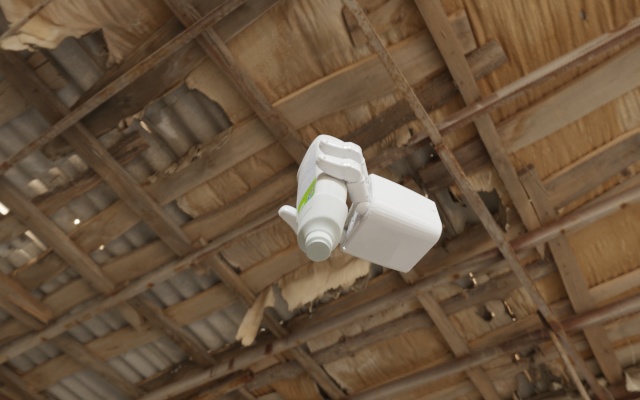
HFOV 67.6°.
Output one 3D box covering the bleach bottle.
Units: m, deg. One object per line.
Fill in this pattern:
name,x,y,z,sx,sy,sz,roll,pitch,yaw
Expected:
bleach bottle,0.000,0.002,0.648,0.068,0.103,0.250,21,29,-9
